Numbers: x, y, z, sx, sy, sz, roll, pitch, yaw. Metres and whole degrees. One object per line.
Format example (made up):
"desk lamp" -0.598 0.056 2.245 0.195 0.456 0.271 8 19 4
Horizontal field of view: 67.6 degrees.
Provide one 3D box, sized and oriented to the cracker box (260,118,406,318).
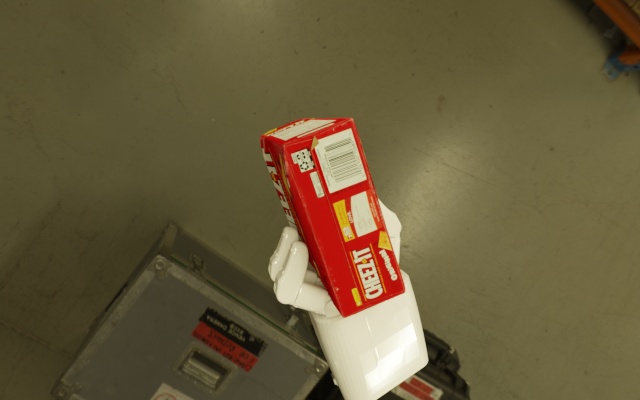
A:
"cracker box" 0.000 0.002 0.500 0.072 0.164 0.213 -21 13 -8
